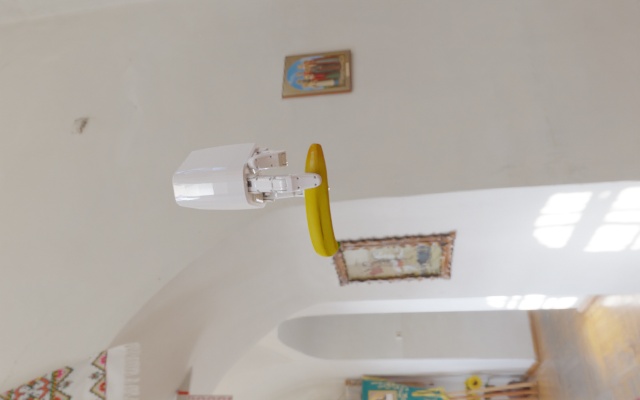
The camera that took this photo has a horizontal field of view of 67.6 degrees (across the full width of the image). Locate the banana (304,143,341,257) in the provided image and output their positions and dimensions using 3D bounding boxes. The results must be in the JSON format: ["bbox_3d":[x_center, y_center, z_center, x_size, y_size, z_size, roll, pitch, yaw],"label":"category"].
[{"bbox_3d":[-0.001,0.016,0.691,0.037,0.198,0.069,-4,37,8],"label":"banana"}]
